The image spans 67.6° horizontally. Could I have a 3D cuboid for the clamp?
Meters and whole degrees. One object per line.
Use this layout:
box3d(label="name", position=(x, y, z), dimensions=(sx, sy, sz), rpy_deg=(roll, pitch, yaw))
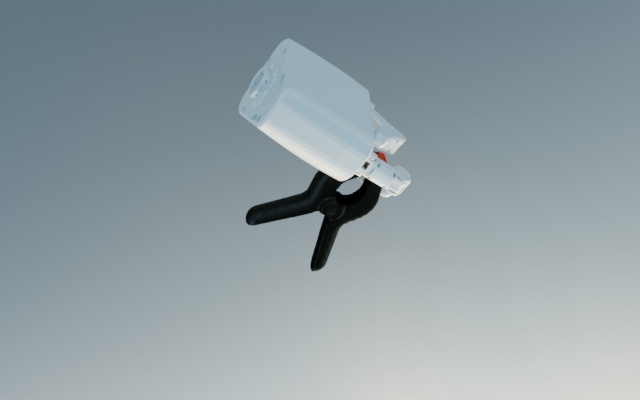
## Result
box3d(label="clamp", position=(0.000, 0.002, 0.544), dimensions=(0.120, 0.171, 0.039), rpy_deg=(28, 24, -28))
